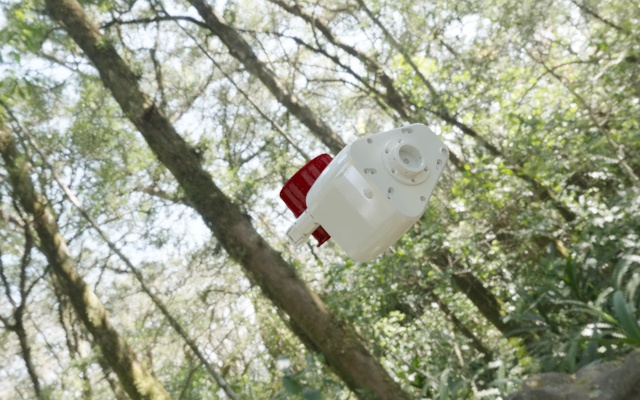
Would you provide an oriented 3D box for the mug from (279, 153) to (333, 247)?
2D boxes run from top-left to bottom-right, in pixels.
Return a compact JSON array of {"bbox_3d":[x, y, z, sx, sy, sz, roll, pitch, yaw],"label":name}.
[{"bbox_3d":[-0.001,0.002,0.592,0.093,0.081,0.117,-38,-7,-33],"label":"mug"}]
